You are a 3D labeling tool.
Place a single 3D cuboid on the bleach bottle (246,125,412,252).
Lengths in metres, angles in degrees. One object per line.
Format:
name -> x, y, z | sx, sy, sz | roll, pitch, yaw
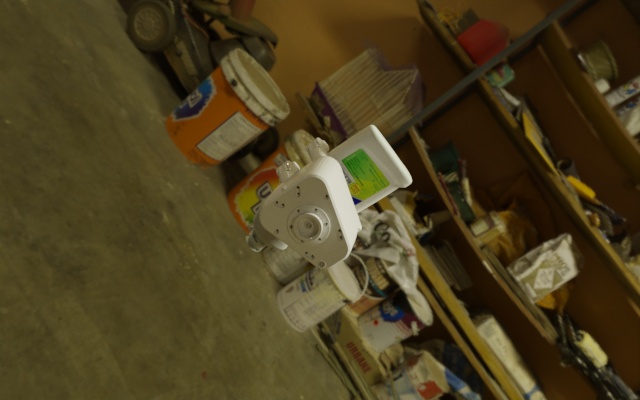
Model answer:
bleach bottle -> 0.000, 0.002, 0.691 | 0.251, 0.102, 0.068 | -36, 8, 15
